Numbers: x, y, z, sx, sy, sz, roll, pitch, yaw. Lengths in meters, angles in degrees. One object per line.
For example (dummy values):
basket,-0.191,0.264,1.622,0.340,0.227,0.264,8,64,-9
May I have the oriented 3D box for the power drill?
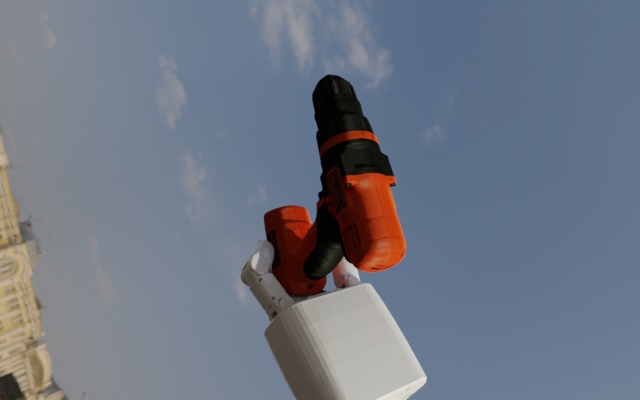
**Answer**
power drill,0.000,0.002,0.458,0.057,0.184,0.188,0,-28,-25
